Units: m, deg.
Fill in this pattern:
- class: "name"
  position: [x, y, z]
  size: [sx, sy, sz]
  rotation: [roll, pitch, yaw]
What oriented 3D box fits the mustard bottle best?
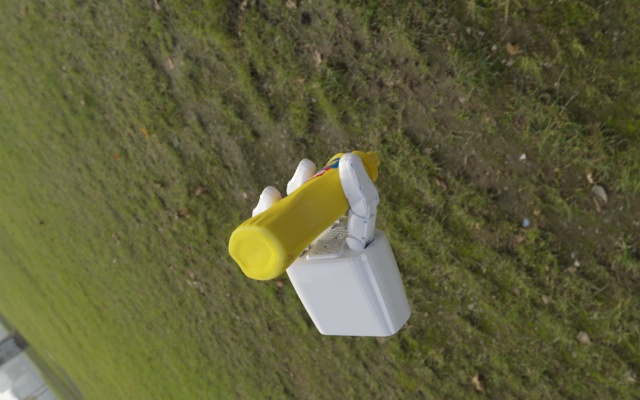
- class: "mustard bottle"
  position: [0.000, 0.001, 0.485]
  size: [0.191, 0.058, 0.096]
  rotation: [-38, 1, -35]
